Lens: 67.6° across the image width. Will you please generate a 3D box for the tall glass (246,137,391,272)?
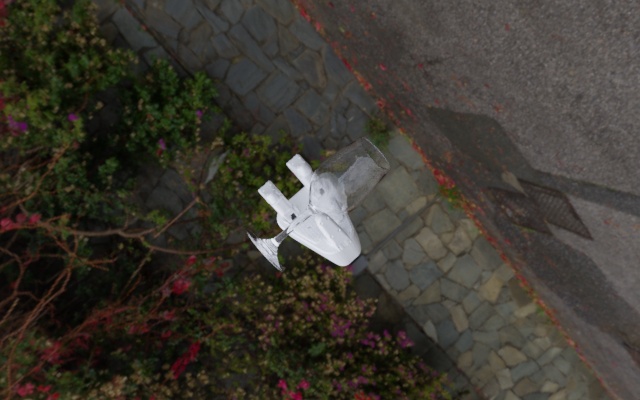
[{"bbox_3d":[0.000,0.003,0.643,0.201,0.079,0.079,-42,3,-3],"label":"tall glass"}]
